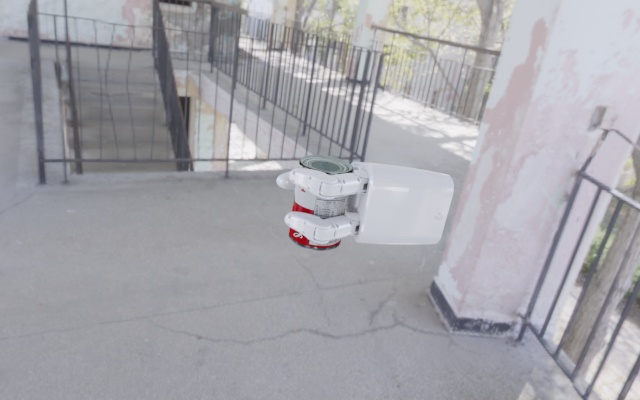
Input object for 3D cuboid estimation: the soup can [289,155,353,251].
[{"bbox_3d":[0.000,0.002,0.592,0.068,0.102,0.068,8,22,-3],"label":"soup can"}]
